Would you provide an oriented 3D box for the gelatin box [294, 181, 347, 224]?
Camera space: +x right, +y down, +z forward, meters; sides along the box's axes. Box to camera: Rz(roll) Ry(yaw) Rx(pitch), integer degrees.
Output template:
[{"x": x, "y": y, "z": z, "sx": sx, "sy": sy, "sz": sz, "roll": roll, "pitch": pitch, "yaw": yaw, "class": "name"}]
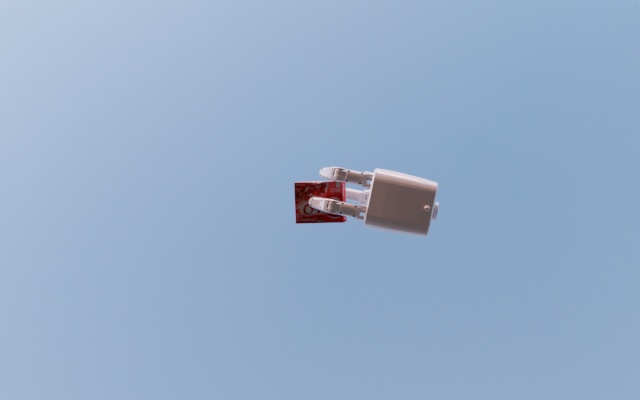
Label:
[{"x": 0.000, "y": 0.003, "z": 0.835, "sx": 0.089, "sy": 0.073, "sz": 0.030, "roll": -1, "pitch": 4, "yaw": 15, "class": "gelatin box"}]
